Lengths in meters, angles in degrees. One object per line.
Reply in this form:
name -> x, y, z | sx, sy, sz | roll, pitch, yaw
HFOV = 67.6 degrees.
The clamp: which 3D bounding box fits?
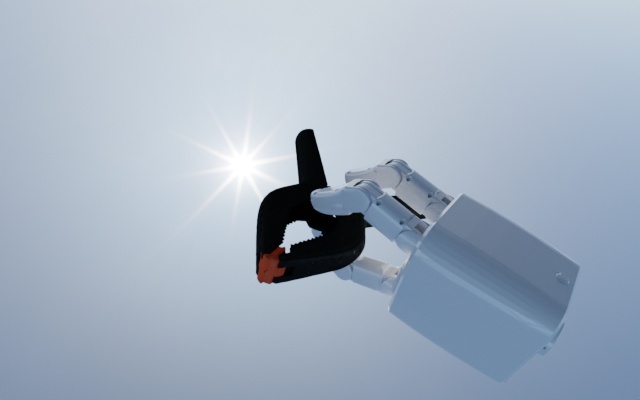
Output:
clamp -> 0.000, 0.002, 0.432 | 0.164, 0.036, 0.210 | 33, 38, 19
